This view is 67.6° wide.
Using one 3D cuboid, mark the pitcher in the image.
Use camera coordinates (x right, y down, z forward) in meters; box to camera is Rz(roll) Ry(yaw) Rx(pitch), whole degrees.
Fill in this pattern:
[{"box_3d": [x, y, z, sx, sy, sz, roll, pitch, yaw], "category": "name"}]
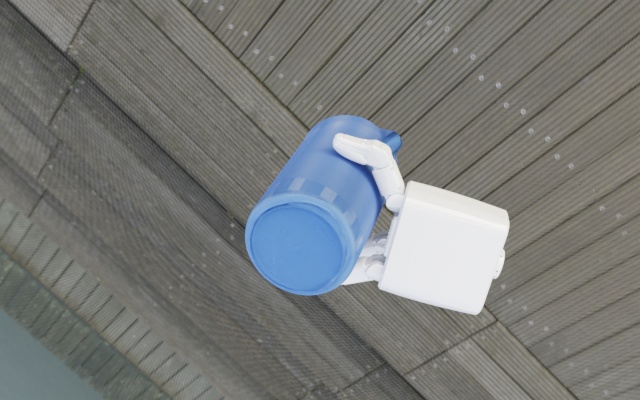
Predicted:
[{"box_3d": [0.000, 0.002, 0.540, 0.145, 0.149, 0.242, 17, 27, 8], "category": "pitcher"}]
